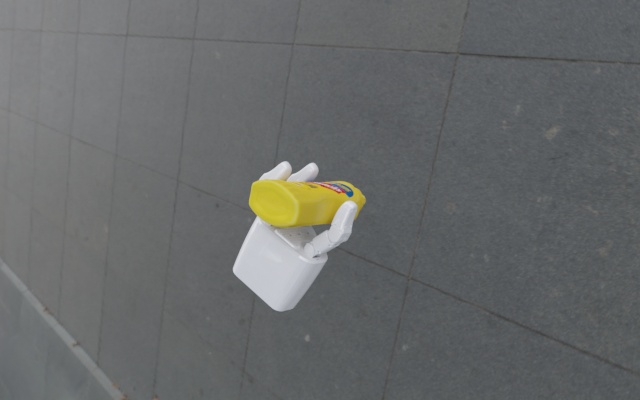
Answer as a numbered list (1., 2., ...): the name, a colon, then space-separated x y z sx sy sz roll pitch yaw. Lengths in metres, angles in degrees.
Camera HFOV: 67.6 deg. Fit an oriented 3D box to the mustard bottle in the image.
1. mustard bottle: 0.000 0.002 0.678 0.096 0.058 0.191 19 13 40
